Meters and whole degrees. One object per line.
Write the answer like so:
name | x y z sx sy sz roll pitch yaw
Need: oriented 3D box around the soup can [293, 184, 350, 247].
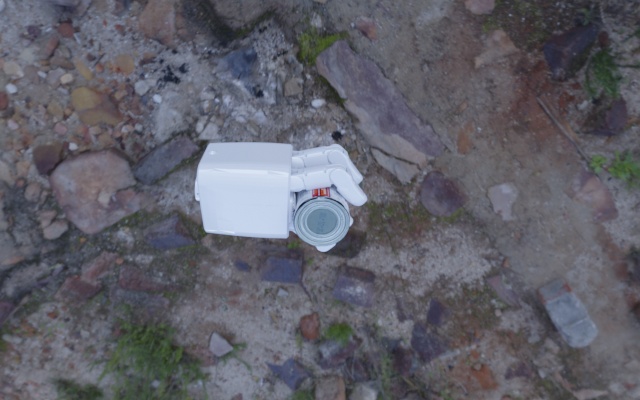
soup can | 0.001 0.002 0.592 0.068 0.068 0.102 0 28 -2
